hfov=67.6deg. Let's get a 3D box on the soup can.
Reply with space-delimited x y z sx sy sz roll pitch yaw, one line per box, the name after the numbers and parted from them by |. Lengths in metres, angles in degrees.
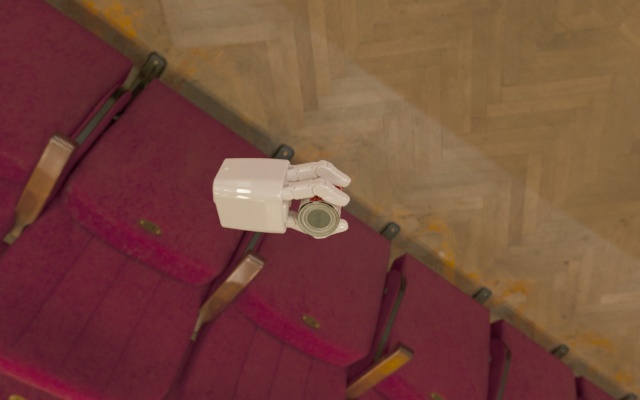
0.001 0.003 0.770 0.068 0.068 0.102 0 33 5 | soup can
